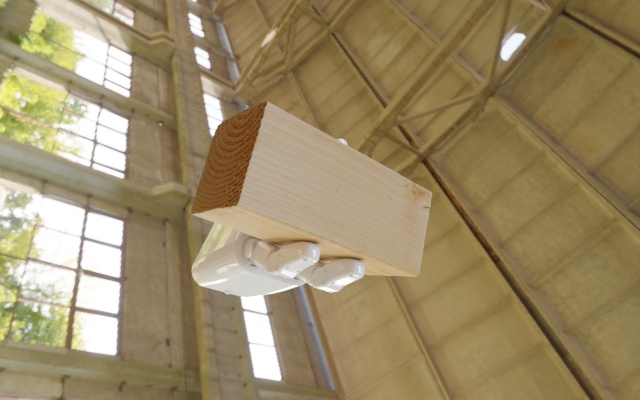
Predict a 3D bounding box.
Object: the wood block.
[{"bbox_3d":[0.000,0.001,0.450,0.206,0.090,0.090,24,-20,-34],"label":"wood block"}]
